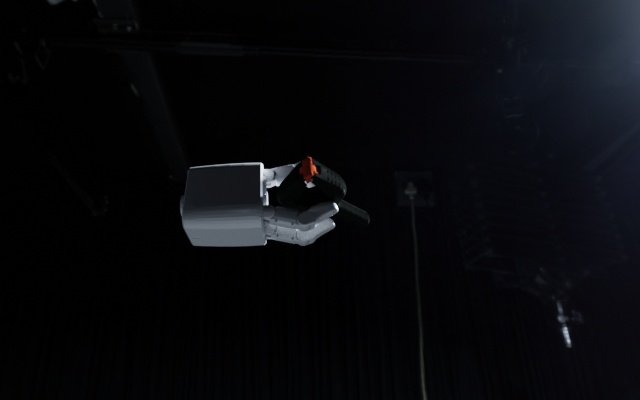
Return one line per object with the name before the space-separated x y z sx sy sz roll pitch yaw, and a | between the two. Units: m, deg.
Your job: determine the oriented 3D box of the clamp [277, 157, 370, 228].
clamp | 0.000 0.001 0.684 0.164 0.036 0.210 -5 -26 -6
